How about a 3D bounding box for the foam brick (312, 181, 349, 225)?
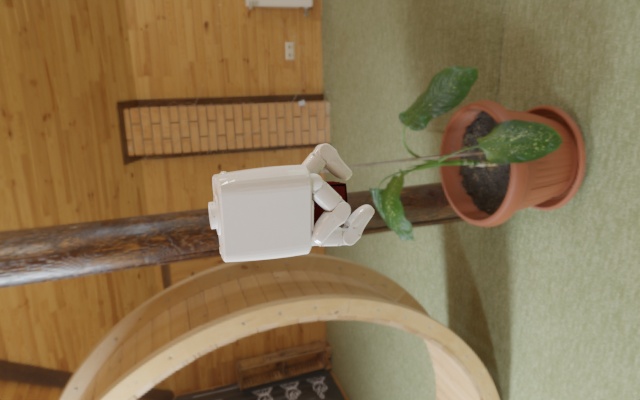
[{"bbox_3d":[0.000,0.002,0.645,0.051,0.053,0.078,-6,5,-16],"label":"foam brick"}]
